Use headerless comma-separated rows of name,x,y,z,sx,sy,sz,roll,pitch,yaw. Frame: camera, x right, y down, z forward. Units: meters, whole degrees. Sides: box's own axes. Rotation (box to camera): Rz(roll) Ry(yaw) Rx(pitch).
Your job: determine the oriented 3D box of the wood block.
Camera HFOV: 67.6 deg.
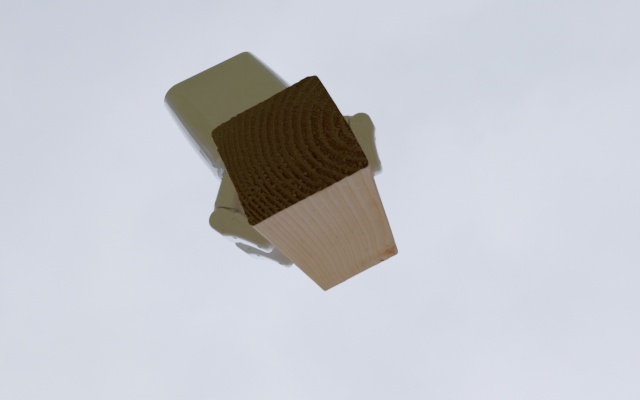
wood block,0.000,0.001,0.419,0.091,0.090,0.206,-29,-26,2
